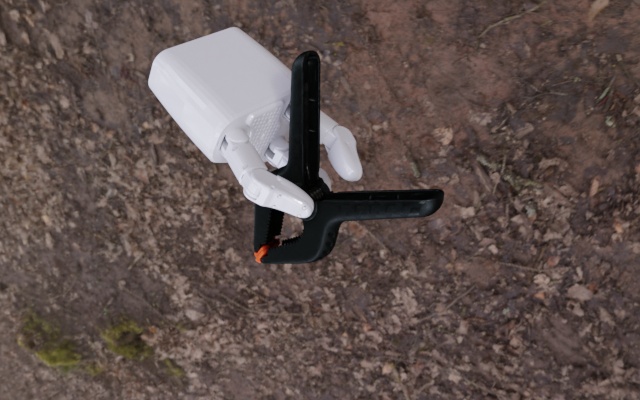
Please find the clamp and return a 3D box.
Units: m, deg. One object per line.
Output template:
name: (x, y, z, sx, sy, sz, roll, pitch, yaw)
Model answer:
clamp: (-0.001, 0.002, 0.424, 0.036, 0.164, 0.210, -26, -24, -47)
